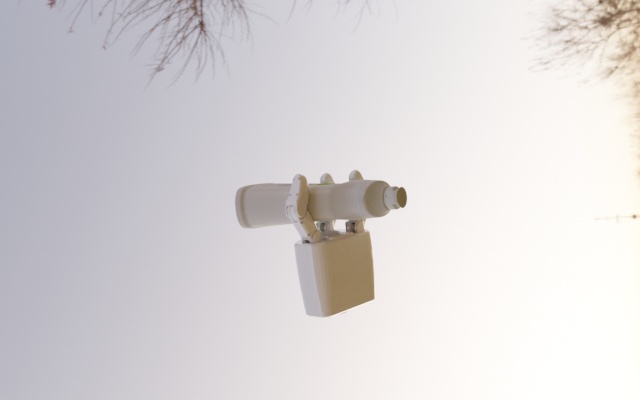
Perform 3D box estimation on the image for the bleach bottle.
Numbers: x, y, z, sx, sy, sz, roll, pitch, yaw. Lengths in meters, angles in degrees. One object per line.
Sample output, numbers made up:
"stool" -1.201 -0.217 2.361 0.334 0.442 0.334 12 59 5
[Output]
"bleach bottle" 0.000 0.002 0.682 0.251 0.068 0.102 -3 5 37
